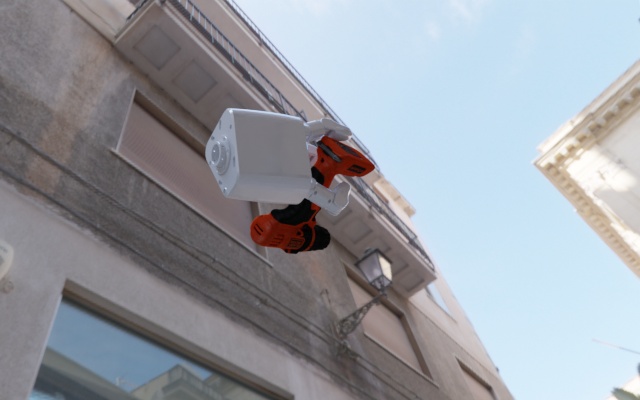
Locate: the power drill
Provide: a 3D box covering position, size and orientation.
[{"bbox_3d":[0.000,0.002,0.731,0.057,0.188,0.184,43,15,28],"label":"power drill"}]
